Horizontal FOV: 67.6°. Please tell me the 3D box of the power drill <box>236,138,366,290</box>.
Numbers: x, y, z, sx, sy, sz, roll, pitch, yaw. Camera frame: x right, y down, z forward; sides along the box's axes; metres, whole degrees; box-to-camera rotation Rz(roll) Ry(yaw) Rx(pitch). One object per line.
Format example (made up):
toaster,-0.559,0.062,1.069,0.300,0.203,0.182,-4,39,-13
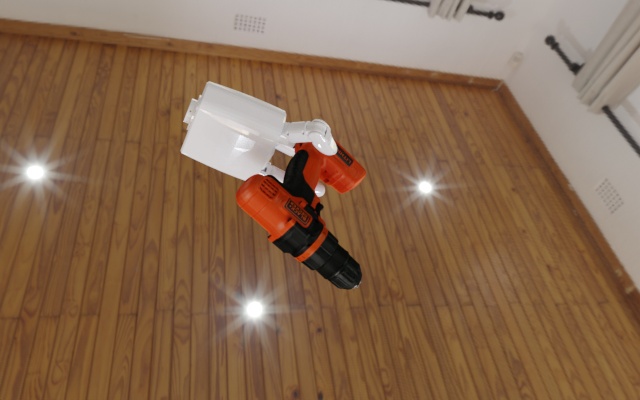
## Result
power drill,0.000,0.002,0.615,0.057,0.184,0.187,-37,16,37
